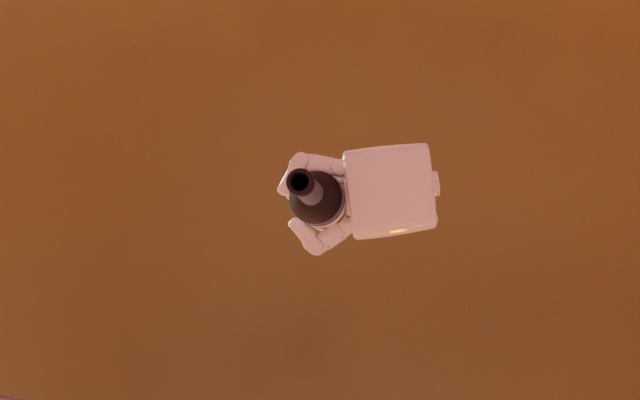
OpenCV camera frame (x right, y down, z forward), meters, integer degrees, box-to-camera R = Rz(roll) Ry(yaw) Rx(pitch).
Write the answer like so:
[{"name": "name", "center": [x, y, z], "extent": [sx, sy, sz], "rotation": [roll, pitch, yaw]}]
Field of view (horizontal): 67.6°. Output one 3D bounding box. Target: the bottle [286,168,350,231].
[{"name": "bottle", "center": [0.000, 0.002, 0.614], "extent": [0.069, 0.069, 0.296], "rotation": [0, -8, 8]}]
